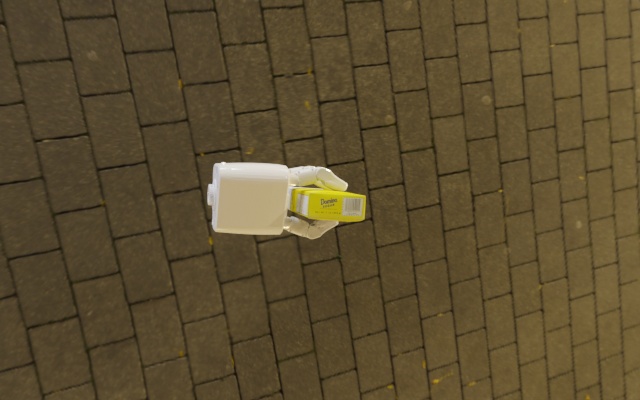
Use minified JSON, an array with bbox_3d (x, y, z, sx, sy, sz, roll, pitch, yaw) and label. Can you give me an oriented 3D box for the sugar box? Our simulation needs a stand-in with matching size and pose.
[{"bbox_3d":[0.000,0.002,0.802,0.093,0.048,0.176,4,6,-18],"label":"sugar box"}]
